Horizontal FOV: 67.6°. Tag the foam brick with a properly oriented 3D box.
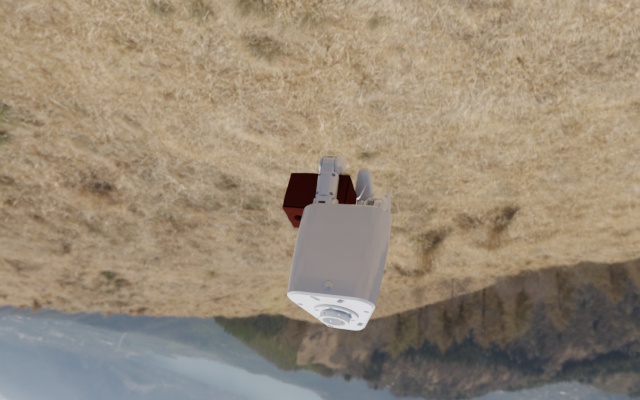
[{"bbox_3d":[0.000,0.002,0.584,0.078,0.051,0.053,3,-30,17],"label":"foam brick"}]
